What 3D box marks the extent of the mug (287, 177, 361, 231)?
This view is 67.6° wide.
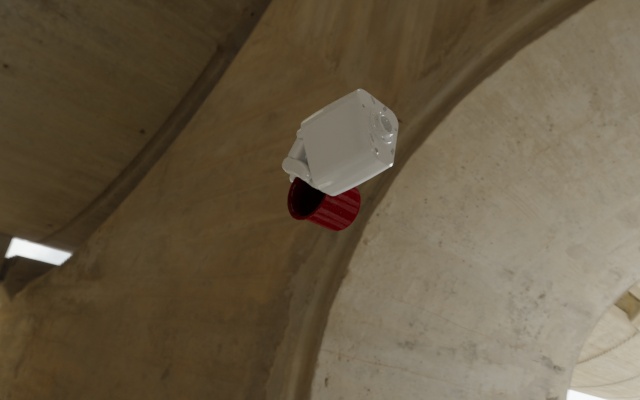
[{"bbox_3d":[-0.001,0.003,0.755,0.117,0.093,0.081,-23,-36,40],"label":"mug"}]
